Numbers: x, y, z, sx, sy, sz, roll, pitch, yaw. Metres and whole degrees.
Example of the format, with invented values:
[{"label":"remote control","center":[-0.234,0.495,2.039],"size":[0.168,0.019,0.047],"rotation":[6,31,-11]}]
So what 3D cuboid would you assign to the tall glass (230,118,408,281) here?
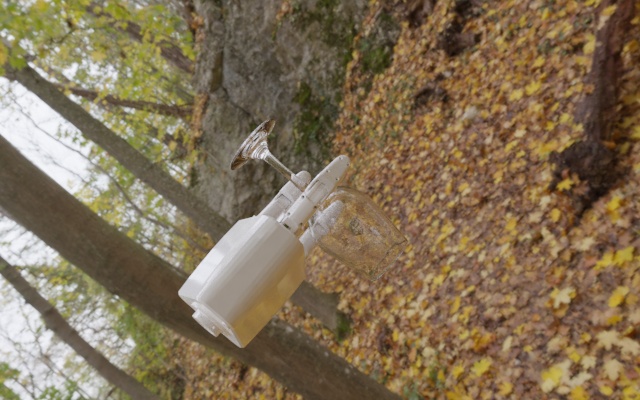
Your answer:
[{"label":"tall glass","center":[0.000,0.001,0.528],"size":[0.201,0.079,0.079],"rotation":[40,1,1]}]
